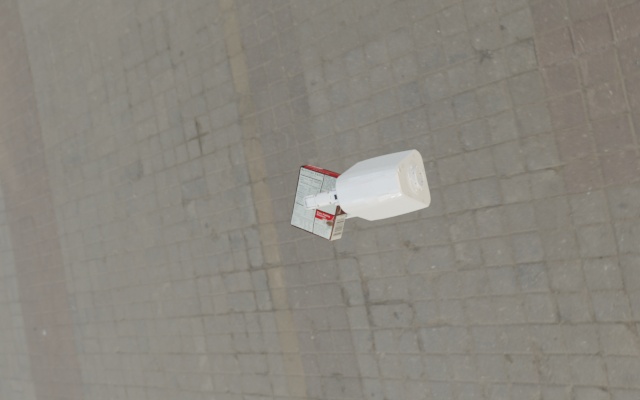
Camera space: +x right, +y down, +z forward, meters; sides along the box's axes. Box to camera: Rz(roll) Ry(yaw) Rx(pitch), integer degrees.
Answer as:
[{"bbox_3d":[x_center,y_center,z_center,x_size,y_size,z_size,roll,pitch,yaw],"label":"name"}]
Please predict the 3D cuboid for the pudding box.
[{"bbox_3d":[0.000,0.003,0.822,0.090,0.113,0.039,20,15,31],"label":"pudding box"}]
